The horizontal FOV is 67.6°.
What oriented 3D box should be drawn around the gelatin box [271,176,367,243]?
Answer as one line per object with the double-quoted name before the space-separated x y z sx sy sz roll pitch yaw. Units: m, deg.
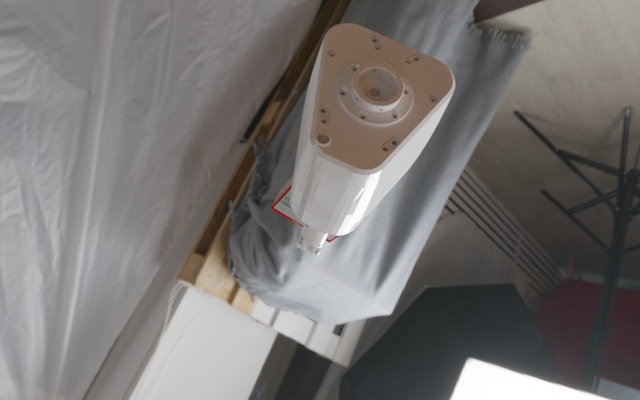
"gelatin box" 0.000 0.002 0.465 0.073 0.030 0.089 30 -28 -10
